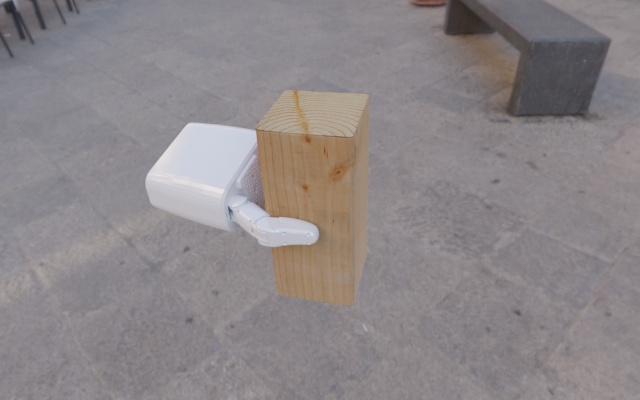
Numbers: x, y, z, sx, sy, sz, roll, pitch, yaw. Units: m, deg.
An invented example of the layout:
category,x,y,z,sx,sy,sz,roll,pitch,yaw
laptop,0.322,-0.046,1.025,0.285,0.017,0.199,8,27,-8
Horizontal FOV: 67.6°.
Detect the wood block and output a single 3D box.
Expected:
category,x,y,z,sx,sy,sz,roll,pitch,yaw
wood block,0.000,0.002,0.498,0.090,0.206,0.090,6,37,13
